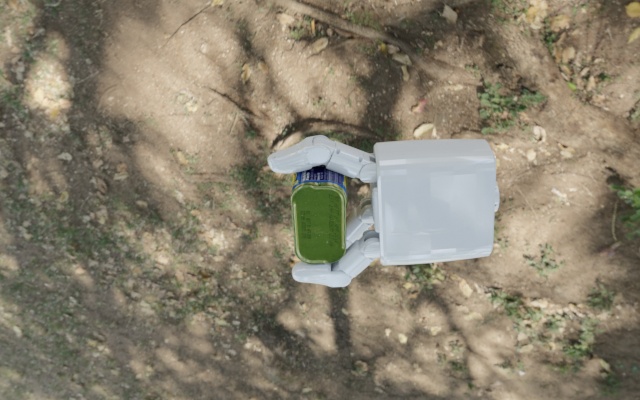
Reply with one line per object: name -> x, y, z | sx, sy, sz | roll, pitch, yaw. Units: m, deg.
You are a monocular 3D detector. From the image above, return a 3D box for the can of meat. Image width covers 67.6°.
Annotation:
can of meat -> 0.000, 0.002, 0.483 | 0.057, 0.102, 0.084 | -1, 36, 2
